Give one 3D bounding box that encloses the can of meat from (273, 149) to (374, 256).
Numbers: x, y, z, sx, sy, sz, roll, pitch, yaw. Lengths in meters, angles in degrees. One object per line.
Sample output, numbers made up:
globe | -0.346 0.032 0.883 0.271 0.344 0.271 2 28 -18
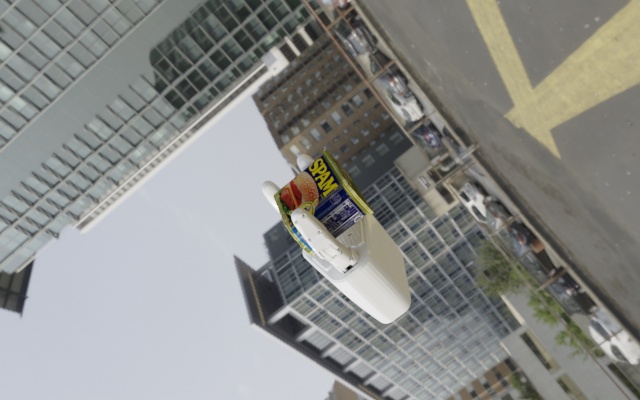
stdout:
can of meat | 0.000 0.002 0.545 0.057 0.084 0.102 45 10 -35
